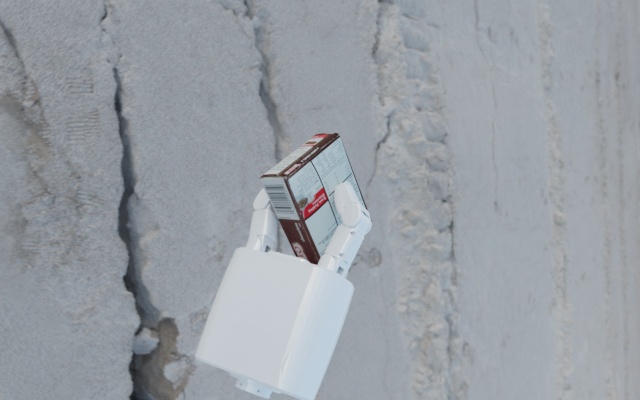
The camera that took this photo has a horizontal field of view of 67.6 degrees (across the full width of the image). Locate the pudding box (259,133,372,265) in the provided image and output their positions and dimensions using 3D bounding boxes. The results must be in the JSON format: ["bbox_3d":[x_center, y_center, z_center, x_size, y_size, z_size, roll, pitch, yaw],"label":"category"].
[{"bbox_3d":[0.000,0.002,0.482,0.039,0.113,0.090,5,36,42],"label":"pudding box"}]
